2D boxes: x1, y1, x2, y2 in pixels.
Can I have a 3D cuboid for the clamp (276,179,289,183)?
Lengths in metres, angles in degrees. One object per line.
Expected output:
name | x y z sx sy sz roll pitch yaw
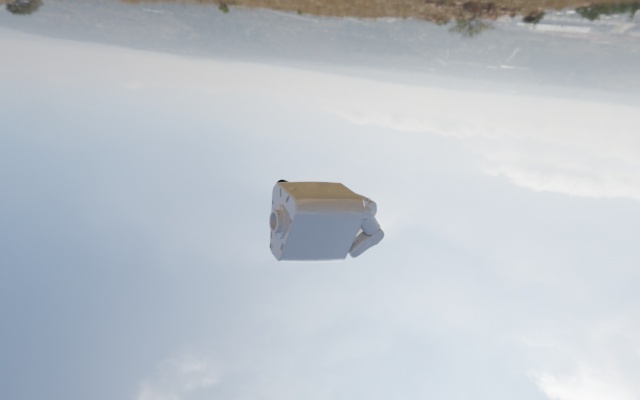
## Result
clamp | 0.000 0.003 0.797 0.120 0.039 0.171 4 14 -28
